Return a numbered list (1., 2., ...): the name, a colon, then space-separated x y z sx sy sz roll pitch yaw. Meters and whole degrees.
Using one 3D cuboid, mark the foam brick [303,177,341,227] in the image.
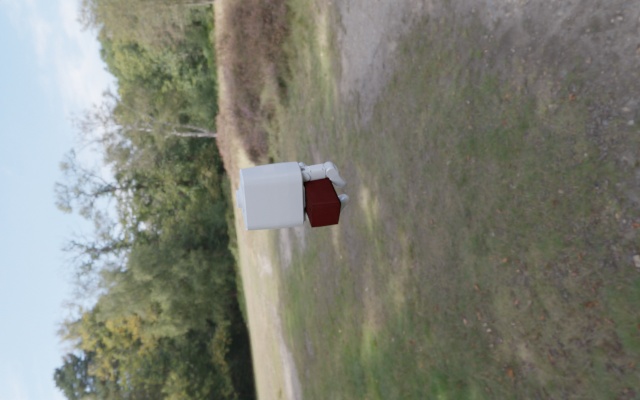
1. foam brick: 0.000 0.003 0.853 0.051 0.053 0.078 -6 39 -14
